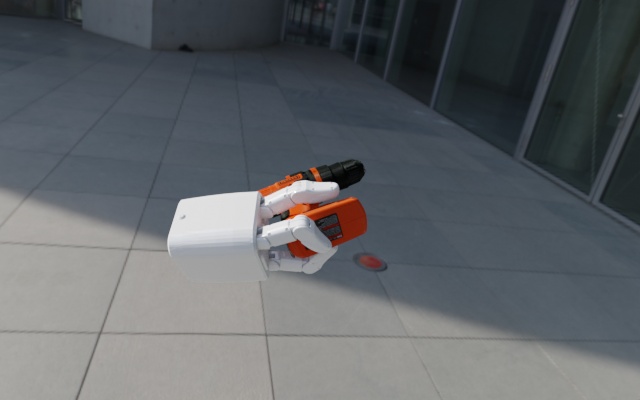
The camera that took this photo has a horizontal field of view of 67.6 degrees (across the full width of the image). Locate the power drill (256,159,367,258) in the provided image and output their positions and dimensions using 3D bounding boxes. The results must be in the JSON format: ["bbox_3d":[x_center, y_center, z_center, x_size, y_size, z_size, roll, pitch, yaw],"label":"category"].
[{"bbox_3d":[0.000,0.002,0.673,0.184,0.057,0.187,-23,21,-7],"label":"power drill"}]
